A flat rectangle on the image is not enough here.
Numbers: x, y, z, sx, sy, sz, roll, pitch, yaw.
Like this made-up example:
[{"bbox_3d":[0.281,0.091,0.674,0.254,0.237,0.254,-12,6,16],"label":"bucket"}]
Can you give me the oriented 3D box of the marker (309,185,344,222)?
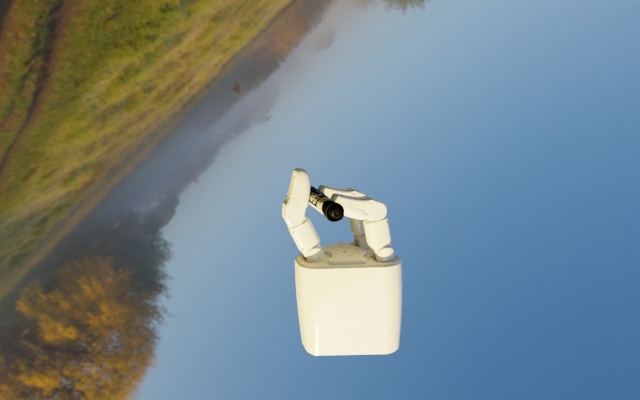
[{"bbox_3d":[0.000,0.002,0.494,0.020,0.020,0.121,0,10,-15],"label":"marker"}]
